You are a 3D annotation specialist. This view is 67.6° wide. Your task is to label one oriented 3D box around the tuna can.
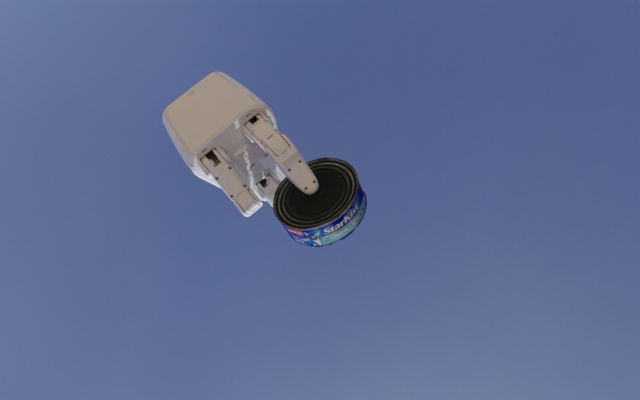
[{"bbox_3d":[0.000,0.002,0.456,0.086,0.086,0.034,0,-38,27],"label":"tuna can"}]
